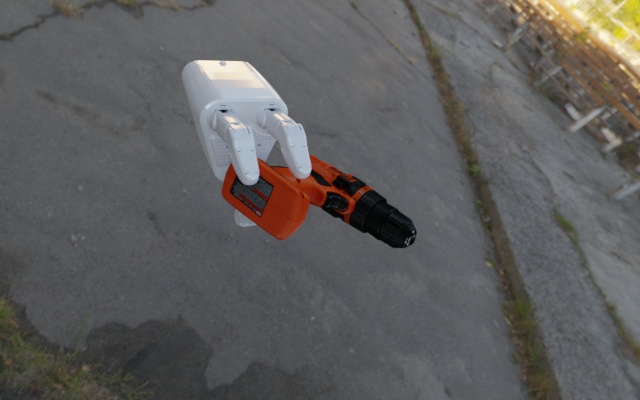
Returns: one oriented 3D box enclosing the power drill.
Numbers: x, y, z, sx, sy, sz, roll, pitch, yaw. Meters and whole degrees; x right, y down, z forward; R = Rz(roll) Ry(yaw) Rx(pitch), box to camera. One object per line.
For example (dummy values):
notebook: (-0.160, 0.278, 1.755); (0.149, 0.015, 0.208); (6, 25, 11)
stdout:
power drill: (0.000, 0.002, 0.529); (0.184, 0.057, 0.187); (32, 16, 29)
